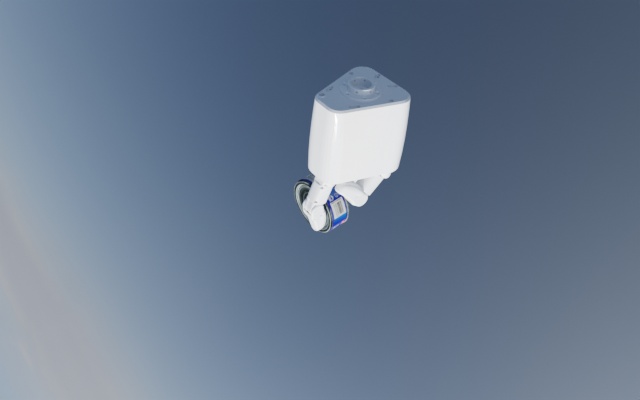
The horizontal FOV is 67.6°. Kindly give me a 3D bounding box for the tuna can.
[{"bbox_3d":[0.000,0.003,0.684,0.033,0.086,0.086,-31,15,-27],"label":"tuna can"}]
